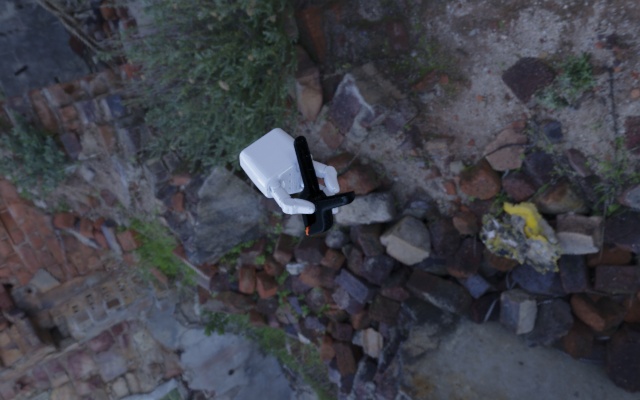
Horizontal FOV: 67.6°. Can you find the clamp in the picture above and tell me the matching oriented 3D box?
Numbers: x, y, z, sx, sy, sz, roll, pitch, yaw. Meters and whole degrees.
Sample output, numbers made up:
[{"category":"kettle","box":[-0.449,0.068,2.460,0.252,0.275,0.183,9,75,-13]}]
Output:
[{"category":"clamp","box":[-0.001,0.003,0.890,0.036,0.210,0.164,-25,52,-25]}]
